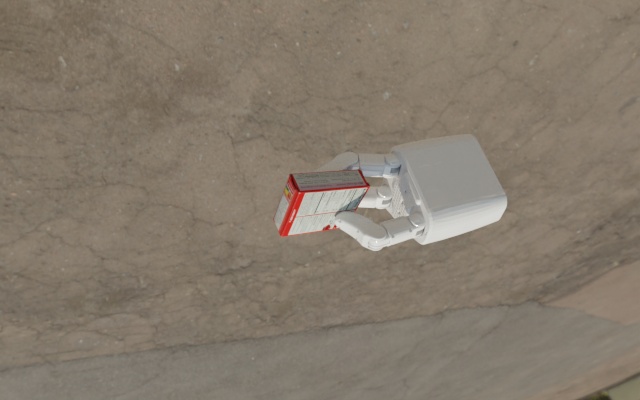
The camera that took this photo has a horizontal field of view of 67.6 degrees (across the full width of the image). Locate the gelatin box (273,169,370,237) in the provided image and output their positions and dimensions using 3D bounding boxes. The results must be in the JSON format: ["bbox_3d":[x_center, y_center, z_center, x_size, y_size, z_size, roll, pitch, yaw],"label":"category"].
[{"bbox_3d":[0.000,0.002,0.522,0.089,0.030,0.073,-7,-38,-29],"label":"gelatin box"}]
